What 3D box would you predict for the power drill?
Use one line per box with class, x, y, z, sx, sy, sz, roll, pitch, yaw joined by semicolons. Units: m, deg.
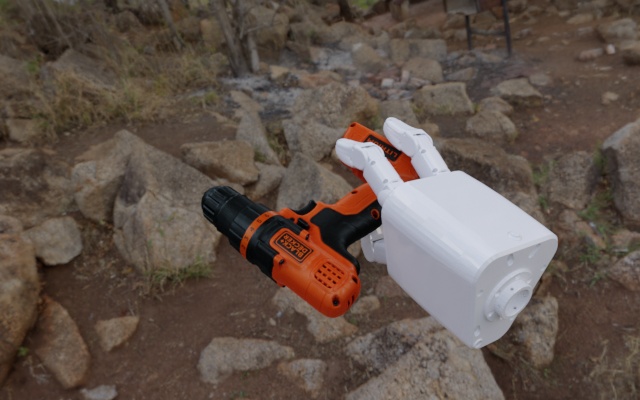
power drill;0.001;0.001;0.477;0.184;0.187;0.057;35;-29;22
